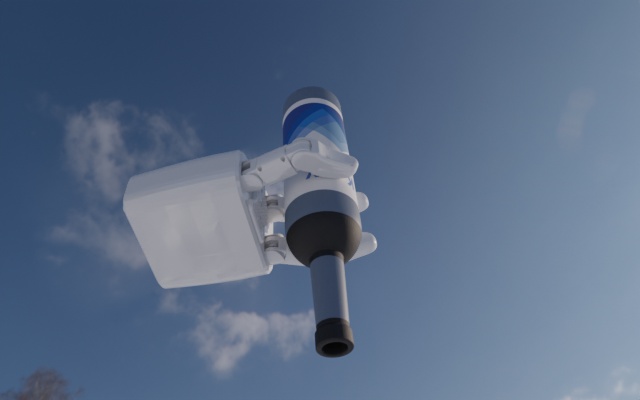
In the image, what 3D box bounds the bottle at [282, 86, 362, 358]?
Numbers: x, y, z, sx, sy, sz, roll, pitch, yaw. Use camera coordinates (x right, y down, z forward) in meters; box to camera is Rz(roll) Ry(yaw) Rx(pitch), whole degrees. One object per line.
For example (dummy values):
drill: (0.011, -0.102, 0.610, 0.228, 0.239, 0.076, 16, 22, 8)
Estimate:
bottle: (0.000, 0.001, 0.439, 0.069, 0.069, 0.295, 0, 44, -6)
